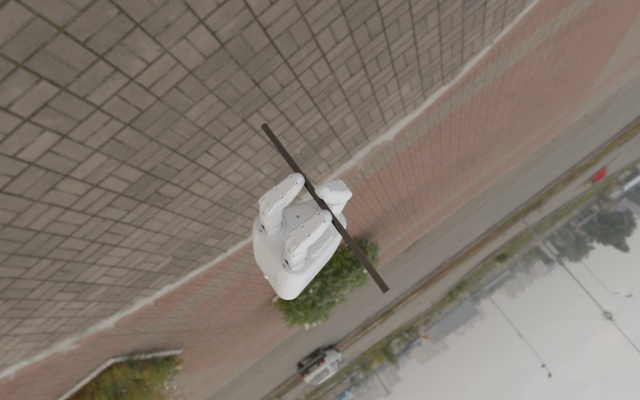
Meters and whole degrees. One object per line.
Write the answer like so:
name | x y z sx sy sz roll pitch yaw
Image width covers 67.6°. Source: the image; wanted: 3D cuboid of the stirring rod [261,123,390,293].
stirring rod | 0.000 0.002 0.529 0.011 0.239 0.011 -32 -20 -13
